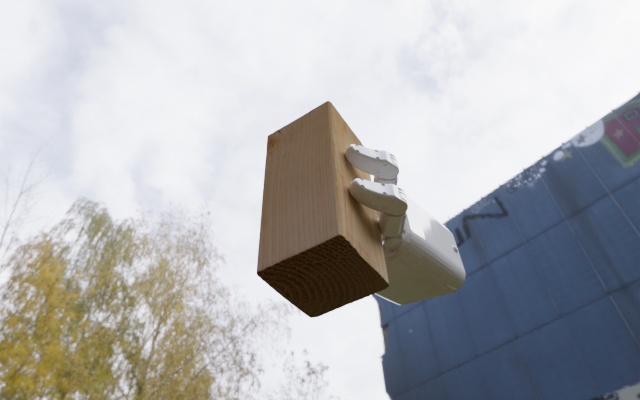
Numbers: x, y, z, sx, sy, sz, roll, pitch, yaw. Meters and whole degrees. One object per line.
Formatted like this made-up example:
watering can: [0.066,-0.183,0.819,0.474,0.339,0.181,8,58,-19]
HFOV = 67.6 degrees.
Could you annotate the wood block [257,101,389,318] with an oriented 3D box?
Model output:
wood block: [0.000,0.002,0.500,0.091,0.206,0.090,-27,-52,21]
